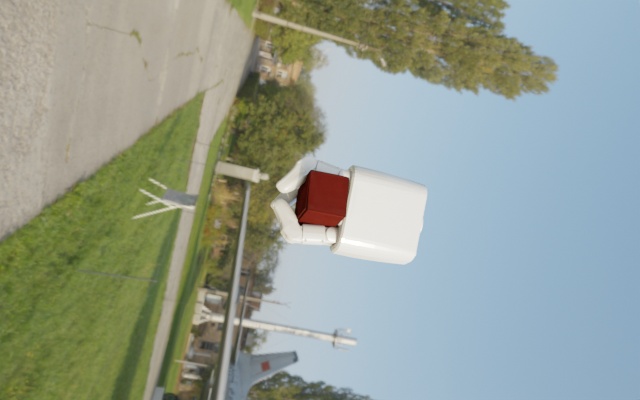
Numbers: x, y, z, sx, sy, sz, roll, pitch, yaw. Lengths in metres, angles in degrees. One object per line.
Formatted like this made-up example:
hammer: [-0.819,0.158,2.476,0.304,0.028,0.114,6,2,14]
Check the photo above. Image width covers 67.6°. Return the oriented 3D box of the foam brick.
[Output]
foam brick: [0.000,0.002,0.604,0.051,0.053,0.078,11,-20,-11]
